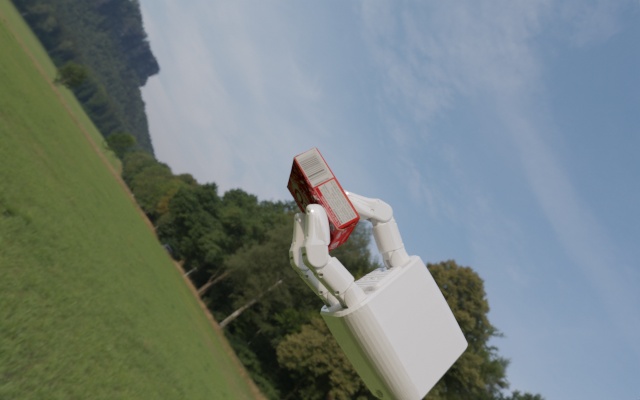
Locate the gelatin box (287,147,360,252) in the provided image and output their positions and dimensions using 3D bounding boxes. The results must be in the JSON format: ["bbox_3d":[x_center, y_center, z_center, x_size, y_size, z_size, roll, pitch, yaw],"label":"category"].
[{"bbox_3d":[0.000,0.001,0.492,0.030,0.089,0.073,-26,-15,-18],"label":"gelatin box"}]
